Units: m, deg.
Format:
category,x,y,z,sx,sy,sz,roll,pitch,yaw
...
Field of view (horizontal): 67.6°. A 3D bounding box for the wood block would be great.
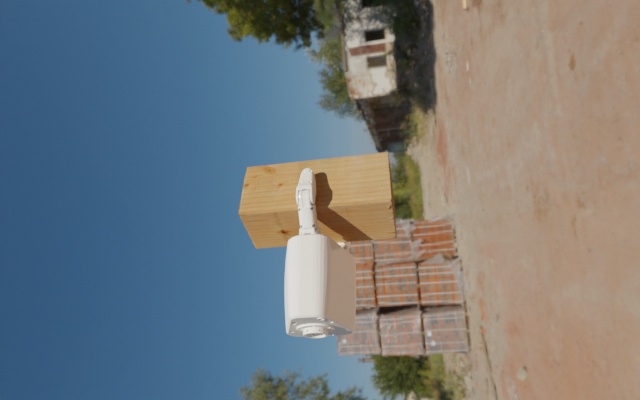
category,x,y,z,sx,sy,sz,roll,pitch,yaw
wood block,0.000,0.002,0.682,0.206,0.090,0.091,-5,-41,10
